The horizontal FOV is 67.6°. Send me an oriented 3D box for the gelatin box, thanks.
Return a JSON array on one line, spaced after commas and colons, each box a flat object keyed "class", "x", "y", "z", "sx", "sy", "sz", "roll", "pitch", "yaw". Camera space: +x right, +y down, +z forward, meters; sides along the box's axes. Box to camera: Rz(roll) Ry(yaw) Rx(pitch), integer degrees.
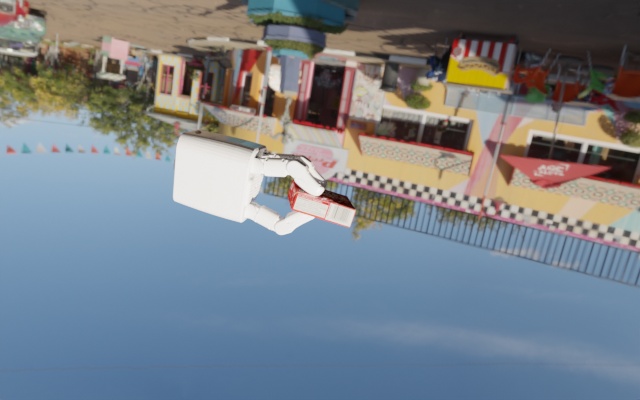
[{"class": "gelatin box", "x": 0.000, "y": 0.003, "z": 0.677, "sx": 0.089, "sy": 0.030, "sz": 0.073, "roll": 18, "pitch": 13, "yaw": -11}]
